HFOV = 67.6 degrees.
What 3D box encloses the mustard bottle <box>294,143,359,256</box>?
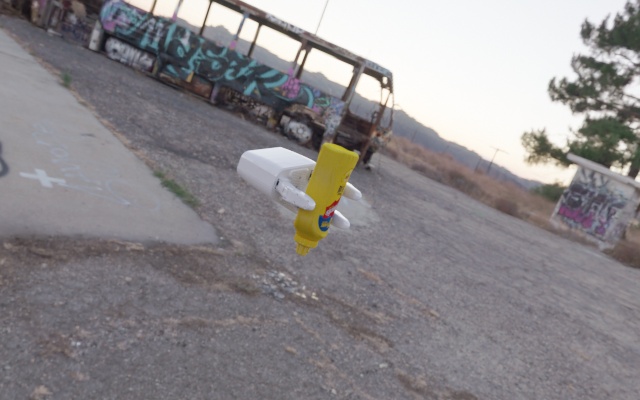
[{"bbox_3d":[0.000,0.002,0.792,0.058,0.191,0.096,25,11,14],"label":"mustard bottle"}]
